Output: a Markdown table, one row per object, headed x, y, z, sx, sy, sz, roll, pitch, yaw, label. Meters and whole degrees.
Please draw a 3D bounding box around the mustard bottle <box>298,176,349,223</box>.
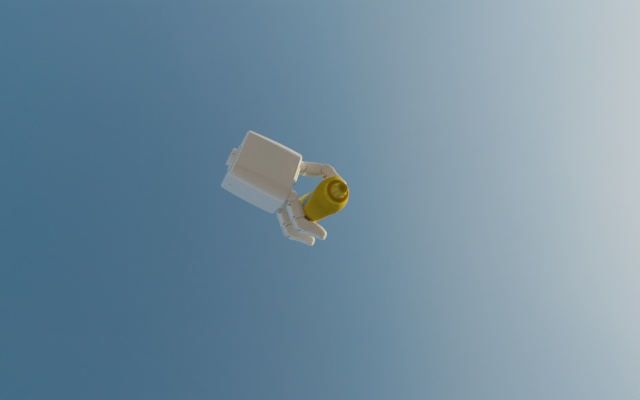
| x | y | z | sx | sy | sz | roll | pitch | yaw | label |
| --- | --- | --- | --- | --- | --- | --- | --- | --- | --- |
| 0.000 | 0.003 | 0.852 | 0.096 | 0.058 | 0.192 | -43 | 4 | -27 | mustard bottle |
